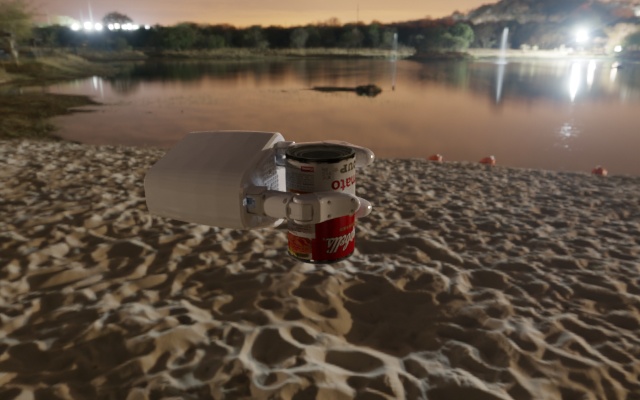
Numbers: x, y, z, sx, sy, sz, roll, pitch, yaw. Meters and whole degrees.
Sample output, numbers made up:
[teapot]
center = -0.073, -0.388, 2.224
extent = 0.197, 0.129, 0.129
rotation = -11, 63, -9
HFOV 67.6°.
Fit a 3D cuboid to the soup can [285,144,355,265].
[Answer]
[soup can]
center = 0.001, 0.001, 0.464
extent = 0.068, 0.102, 0.068
rotation = 0, 18, 0
